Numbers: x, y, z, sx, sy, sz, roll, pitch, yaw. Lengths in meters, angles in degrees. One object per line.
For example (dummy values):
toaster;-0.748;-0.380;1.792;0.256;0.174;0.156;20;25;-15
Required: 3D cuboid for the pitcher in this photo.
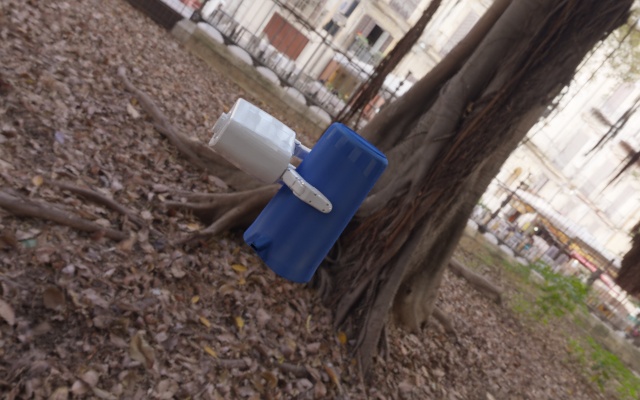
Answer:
pitcher;0.000;0.002;0.772;0.145;0.243;0.149;33;13;-18
